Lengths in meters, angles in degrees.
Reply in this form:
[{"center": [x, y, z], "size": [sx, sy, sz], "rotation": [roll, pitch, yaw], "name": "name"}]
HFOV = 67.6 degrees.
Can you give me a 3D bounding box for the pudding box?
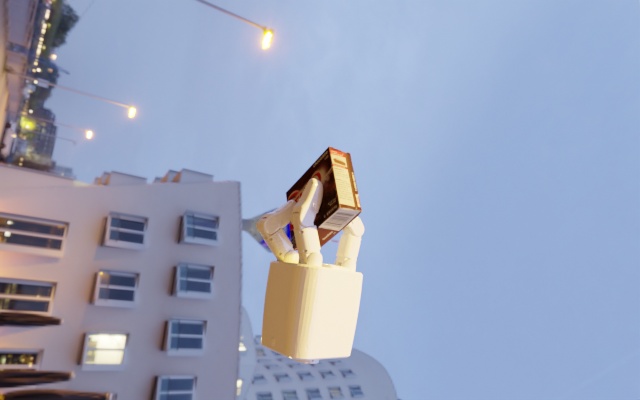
[{"center": [0.000, 0.002, 0.600], "size": [0.039, 0.090, 0.113], "rotation": [14, -39, -33], "name": "pudding box"}]
